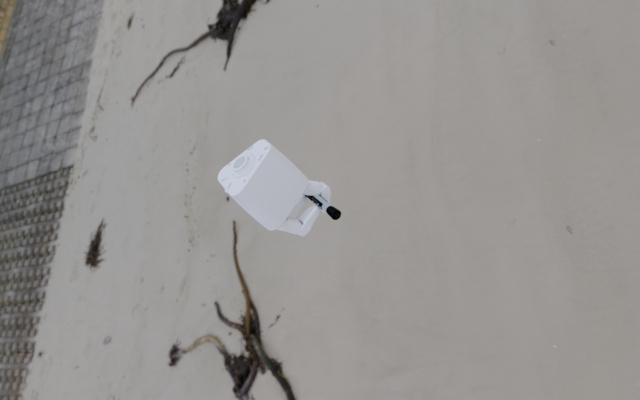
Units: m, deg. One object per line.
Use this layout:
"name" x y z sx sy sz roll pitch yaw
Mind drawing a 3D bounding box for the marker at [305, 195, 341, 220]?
"marker" 0.000 0.003 0.846 0.020 0.020 0.121 0 24 -32
